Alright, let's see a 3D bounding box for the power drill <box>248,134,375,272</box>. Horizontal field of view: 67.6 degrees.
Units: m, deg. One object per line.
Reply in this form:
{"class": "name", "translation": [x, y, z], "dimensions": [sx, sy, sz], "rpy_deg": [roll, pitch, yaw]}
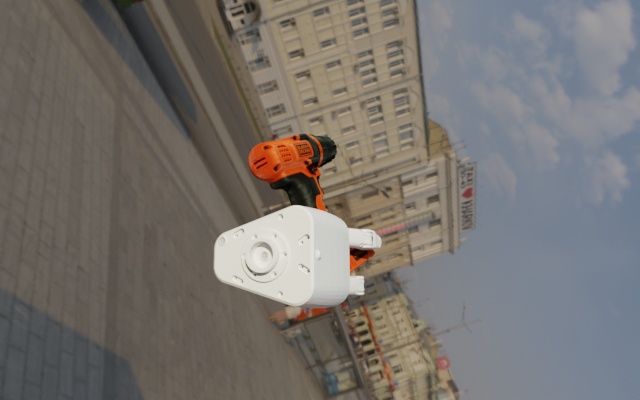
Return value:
{"class": "power drill", "translation": [0.000, 0.002, 0.619], "dimensions": [0.057, 0.187, 0.184], "rpy_deg": [-28, -3, 30]}
